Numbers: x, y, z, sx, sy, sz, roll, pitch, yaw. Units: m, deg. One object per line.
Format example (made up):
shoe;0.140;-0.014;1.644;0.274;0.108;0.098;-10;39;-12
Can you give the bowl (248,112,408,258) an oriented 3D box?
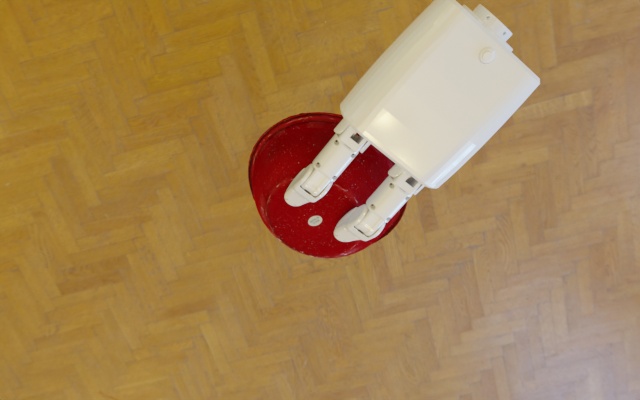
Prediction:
bowl;-0.001;0.003;0.452;0.162;0.162;0.055;0;35;15
